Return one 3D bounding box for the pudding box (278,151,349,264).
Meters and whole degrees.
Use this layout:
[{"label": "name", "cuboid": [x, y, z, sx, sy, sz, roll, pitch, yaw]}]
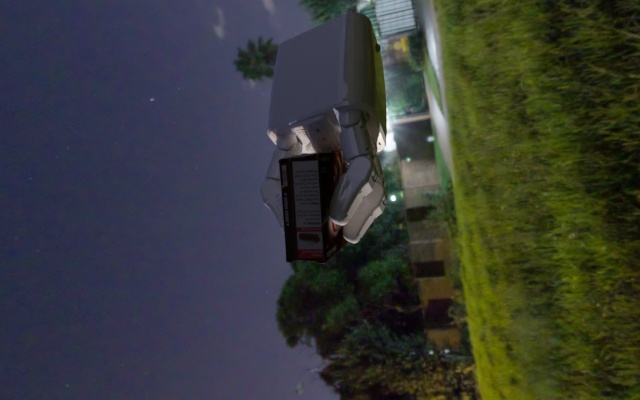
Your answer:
[{"label": "pudding box", "cuboid": [0.000, 0.001, 0.434, 0.039, 0.090, 0.113, -3, 6, 18]}]
